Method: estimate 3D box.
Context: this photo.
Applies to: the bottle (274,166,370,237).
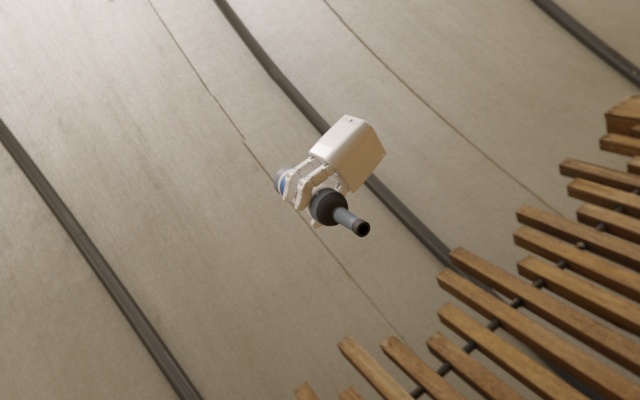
[{"bbox_3d":[0.000,0.003,0.895,0.069,0.069,0.295,0,18,-30],"label":"bottle"}]
